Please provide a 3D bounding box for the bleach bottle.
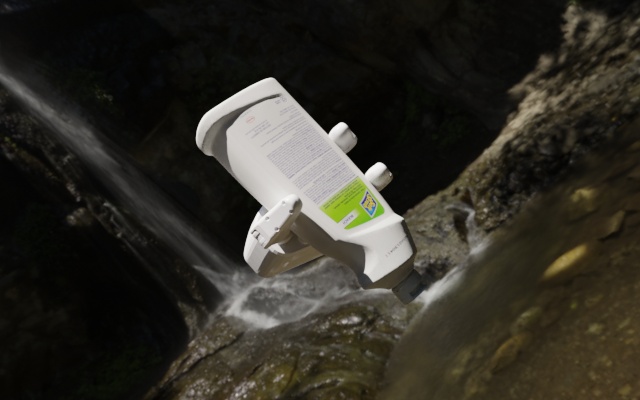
[{"bbox_3d":[0.000,0.001,0.459,0.102,0.251,0.068,-39,-7,-28],"label":"bleach bottle"}]
